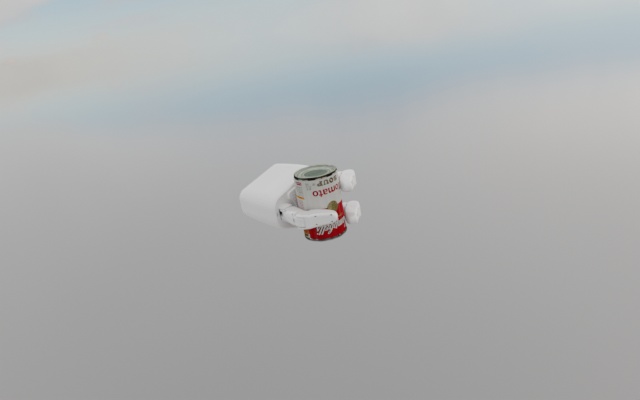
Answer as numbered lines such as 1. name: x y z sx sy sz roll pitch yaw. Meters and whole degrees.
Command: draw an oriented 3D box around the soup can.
1. soup can: 0.000 0.002 0.729 0.068 0.102 0.068 -9 20 3
